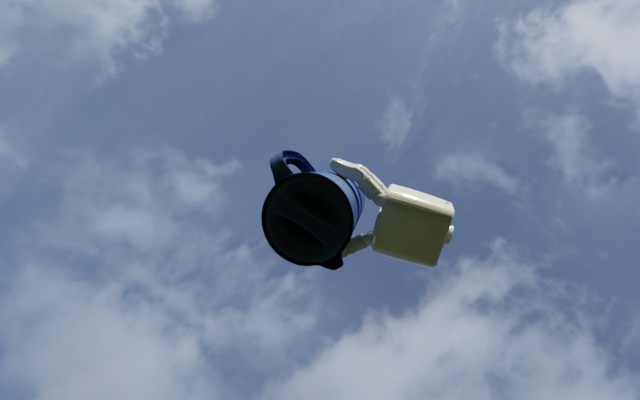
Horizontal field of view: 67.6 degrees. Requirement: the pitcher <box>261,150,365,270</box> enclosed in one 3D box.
[{"bbox_3d":[0.000,0.003,0.772,0.145,0.149,0.243,14,11,10],"label":"pitcher"}]
